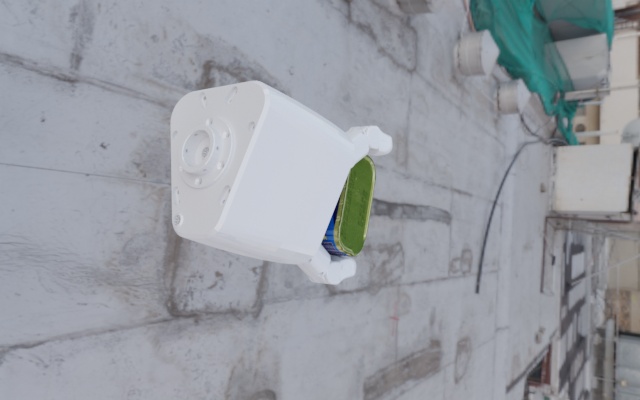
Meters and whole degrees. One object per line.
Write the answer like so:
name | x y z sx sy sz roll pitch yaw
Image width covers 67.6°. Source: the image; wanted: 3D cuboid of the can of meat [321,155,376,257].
can of meat | 0.000 0.002 0.453 0.084 0.102 0.057 0 -17 34
